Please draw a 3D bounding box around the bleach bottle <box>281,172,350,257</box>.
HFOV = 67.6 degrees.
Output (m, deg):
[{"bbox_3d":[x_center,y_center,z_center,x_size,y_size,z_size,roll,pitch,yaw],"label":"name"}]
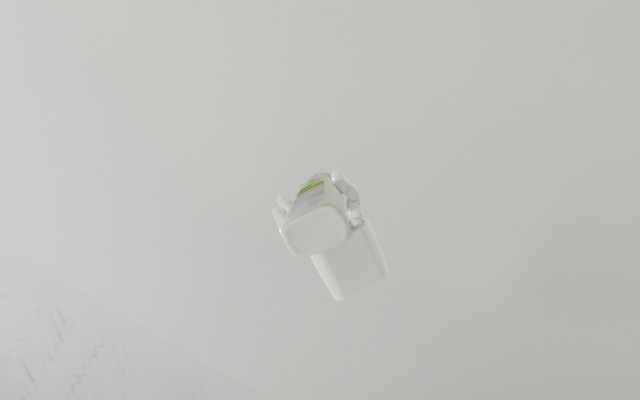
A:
[{"bbox_3d":[0.000,0.003,0.805,0.102,0.068,0.250,-23,18,13],"label":"bleach bottle"}]
